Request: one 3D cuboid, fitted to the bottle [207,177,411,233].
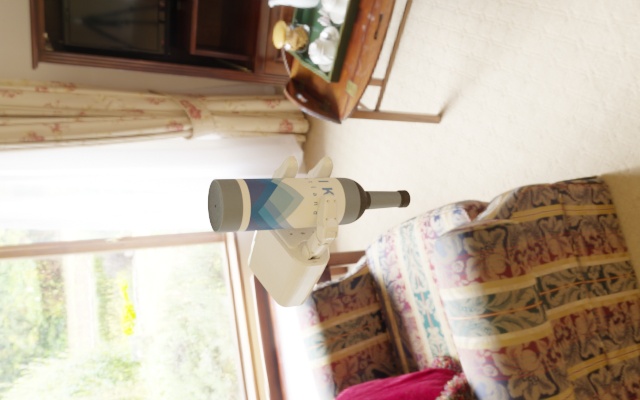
[{"bbox_3d":[0.000,0.002,0.650,0.296,0.069,0.069,-2,1,-29],"label":"bottle"}]
